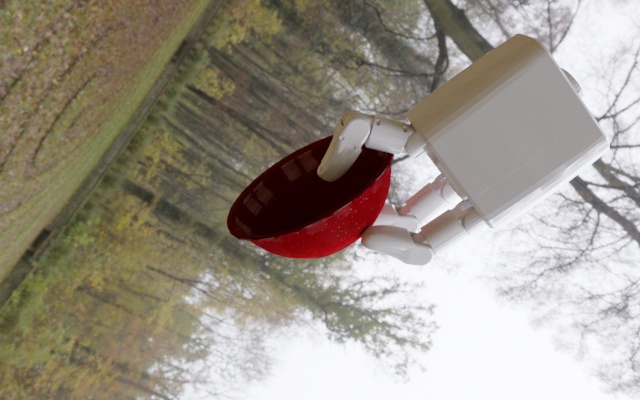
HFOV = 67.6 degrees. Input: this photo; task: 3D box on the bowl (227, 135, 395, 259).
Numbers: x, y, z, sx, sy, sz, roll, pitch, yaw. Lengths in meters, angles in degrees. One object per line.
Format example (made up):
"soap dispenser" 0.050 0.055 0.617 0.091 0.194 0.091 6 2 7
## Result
"bowl" -0.001 0.002 0.425 0.162 0.055 0.162 -23 26 12
